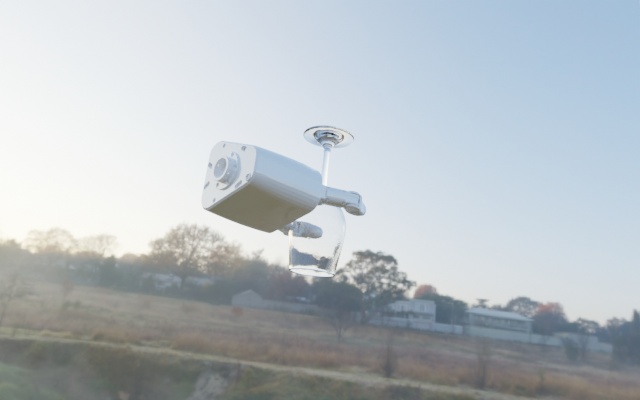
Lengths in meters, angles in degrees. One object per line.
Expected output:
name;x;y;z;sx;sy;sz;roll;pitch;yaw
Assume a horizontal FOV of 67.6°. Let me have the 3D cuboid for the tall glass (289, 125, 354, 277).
tall glass;0.000;0.002;0.664;0.079;0.201;0.079;6;-16;2
